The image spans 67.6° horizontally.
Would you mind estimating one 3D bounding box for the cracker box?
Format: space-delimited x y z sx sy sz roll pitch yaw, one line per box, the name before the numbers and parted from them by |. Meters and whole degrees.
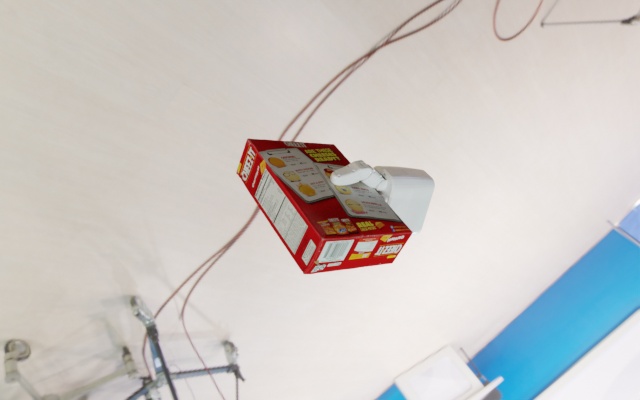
cracker box | 0.000 0.002 0.675 0.164 0.072 0.213 -1 40 -40
